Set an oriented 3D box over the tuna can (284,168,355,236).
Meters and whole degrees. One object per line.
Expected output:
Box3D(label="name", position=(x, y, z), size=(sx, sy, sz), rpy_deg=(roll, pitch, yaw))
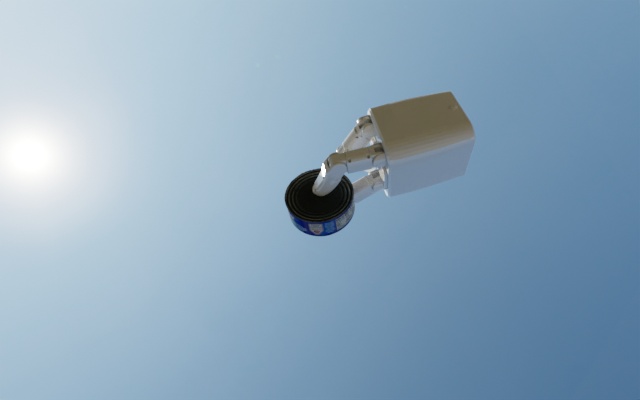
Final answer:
Box3D(label="tuna can", position=(0.000, 0.002, 0.597), size=(0.086, 0.086, 0.034), rpy_deg=(0, -39, 9))
